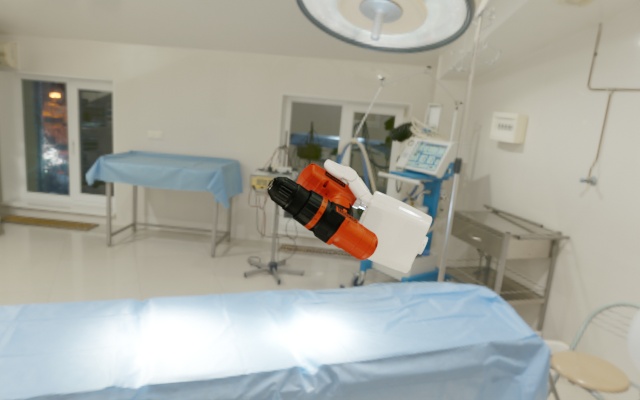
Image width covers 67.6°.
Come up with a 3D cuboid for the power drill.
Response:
[{"bbox_3d":[0.000,0.002,0.752,0.184,0.057,0.187,36,16,-14],"label":"power drill"}]
